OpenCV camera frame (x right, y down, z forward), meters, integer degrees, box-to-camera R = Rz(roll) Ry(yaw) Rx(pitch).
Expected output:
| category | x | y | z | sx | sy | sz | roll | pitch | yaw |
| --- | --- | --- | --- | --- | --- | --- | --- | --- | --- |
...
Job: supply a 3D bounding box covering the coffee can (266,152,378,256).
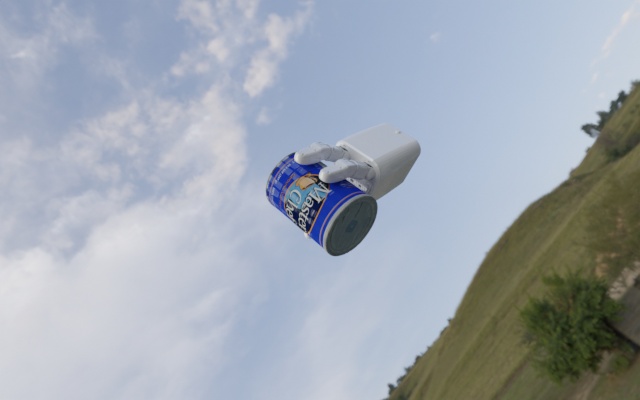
| category | x | y | z | sx | sy | sz | roll | pitch | yaw |
| --- | --- | --- | --- | --- | --- | --- | --- | --- | --- |
| coffee can | 0.000 | 0.003 | 0.716 | 0.140 | 0.103 | 0.103 | 38 | 23 | 34 |
